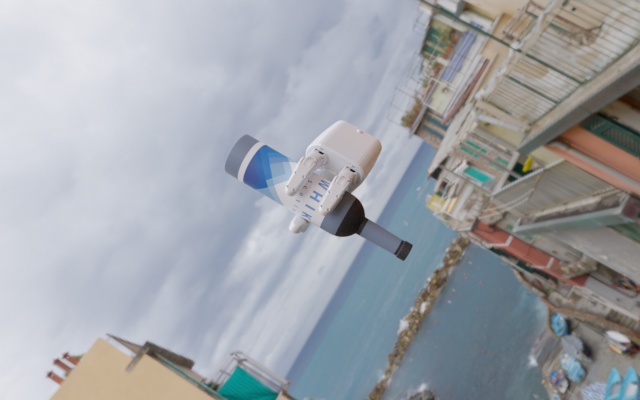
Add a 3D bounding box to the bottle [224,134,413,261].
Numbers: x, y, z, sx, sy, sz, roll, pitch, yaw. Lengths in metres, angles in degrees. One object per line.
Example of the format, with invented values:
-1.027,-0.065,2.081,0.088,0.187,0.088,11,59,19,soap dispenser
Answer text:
0.000,0.002,0.704,0.295,0.069,0.069,30,4,7,bottle
